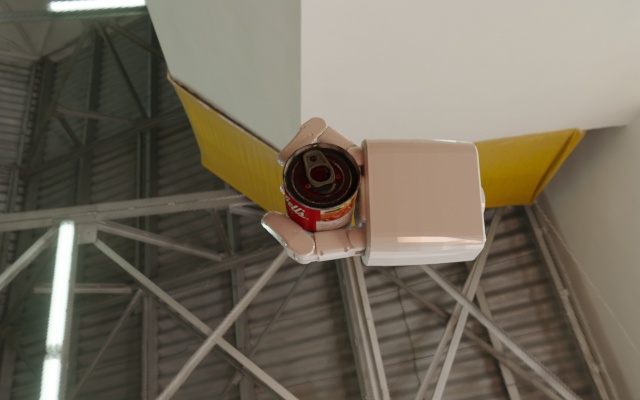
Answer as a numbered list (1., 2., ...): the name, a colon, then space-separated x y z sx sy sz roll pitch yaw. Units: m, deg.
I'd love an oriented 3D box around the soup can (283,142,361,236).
1. soup can: 0.000 0.002 0.455 0.068 0.068 0.102 0 -28 -2
